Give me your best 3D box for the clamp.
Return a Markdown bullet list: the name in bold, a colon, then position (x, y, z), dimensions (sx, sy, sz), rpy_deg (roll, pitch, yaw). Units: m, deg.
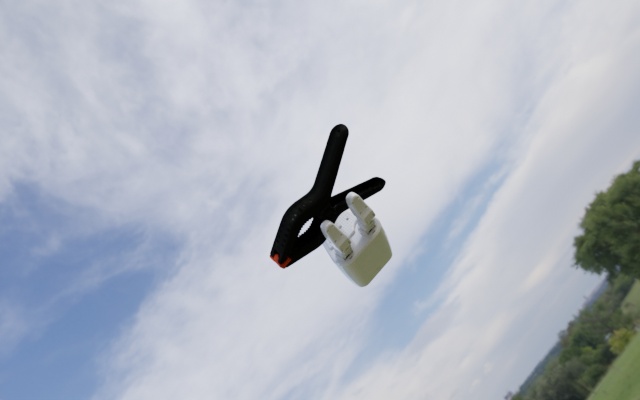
- **clamp**: position (-0.001, 0.002, 0.675), dimensions (0.036, 0.210, 0.165), rpy_deg (36, -12, 39)
